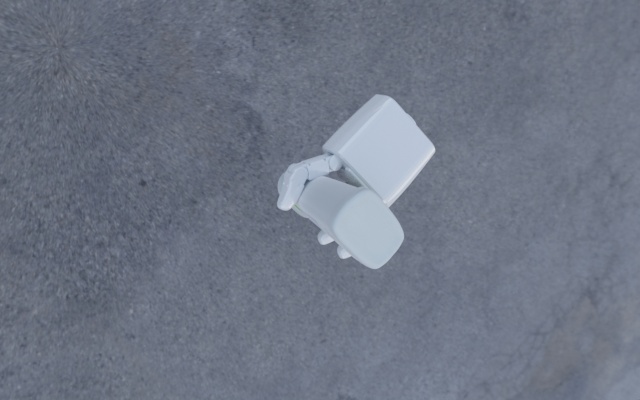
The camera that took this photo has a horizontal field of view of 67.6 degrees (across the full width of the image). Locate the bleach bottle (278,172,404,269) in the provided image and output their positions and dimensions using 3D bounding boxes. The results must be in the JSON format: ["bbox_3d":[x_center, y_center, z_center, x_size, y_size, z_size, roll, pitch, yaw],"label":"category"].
[{"bbox_3d":[0.000,0.002,0.634,0.103,0.068,0.250,47,-9,-31],"label":"bleach bottle"}]
